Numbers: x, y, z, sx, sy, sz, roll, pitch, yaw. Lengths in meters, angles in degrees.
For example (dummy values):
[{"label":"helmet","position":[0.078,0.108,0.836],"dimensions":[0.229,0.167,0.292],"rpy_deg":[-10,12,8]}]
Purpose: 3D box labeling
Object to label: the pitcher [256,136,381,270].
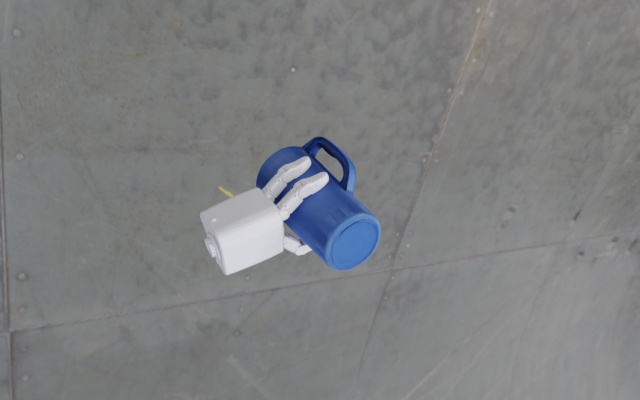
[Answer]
[{"label":"pitcher","position":[0.000,0.003,0.831],"dimensions":[0.145,0.149,0.242],"rpy_deg":[-22,40,-22]}]
